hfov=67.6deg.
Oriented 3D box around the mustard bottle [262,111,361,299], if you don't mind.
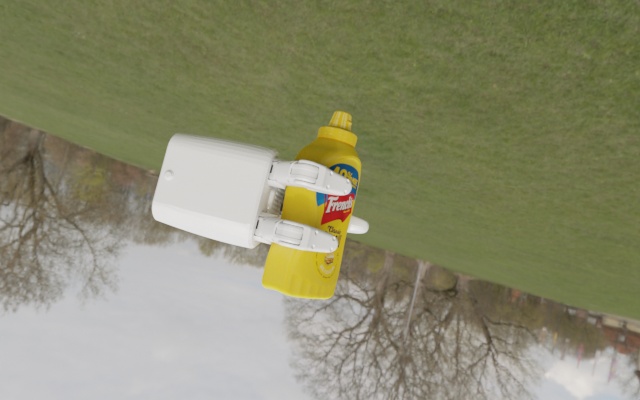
[{"bbox_3d":[0.000,0.002,0.491,0.058,0.191,0.096,11,-5,34],"label":"mustard bottle"}]
